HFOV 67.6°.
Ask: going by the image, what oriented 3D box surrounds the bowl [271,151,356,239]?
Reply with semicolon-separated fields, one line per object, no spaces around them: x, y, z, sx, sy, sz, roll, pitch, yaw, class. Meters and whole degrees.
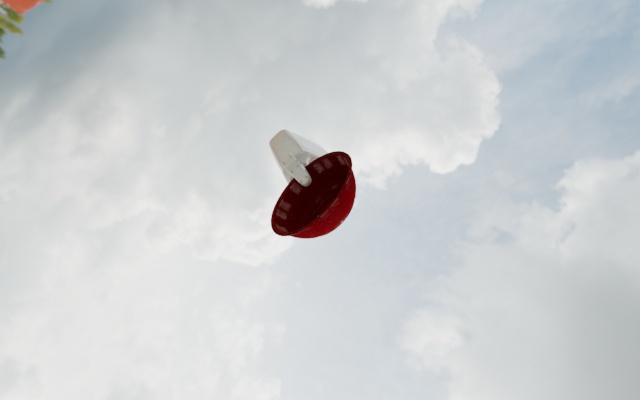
0.000;0.003;0.727;0.055;0.162;0.162;43;-23;-27;bowl
